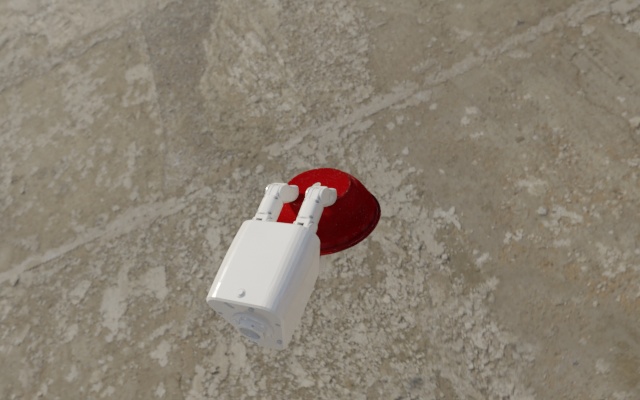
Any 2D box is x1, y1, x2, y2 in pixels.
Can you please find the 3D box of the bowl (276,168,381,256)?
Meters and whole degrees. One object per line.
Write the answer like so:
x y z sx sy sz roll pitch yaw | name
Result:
0.000 0.001 0.658 0.162 0.055 0.162 -8 35 6 | bowl
